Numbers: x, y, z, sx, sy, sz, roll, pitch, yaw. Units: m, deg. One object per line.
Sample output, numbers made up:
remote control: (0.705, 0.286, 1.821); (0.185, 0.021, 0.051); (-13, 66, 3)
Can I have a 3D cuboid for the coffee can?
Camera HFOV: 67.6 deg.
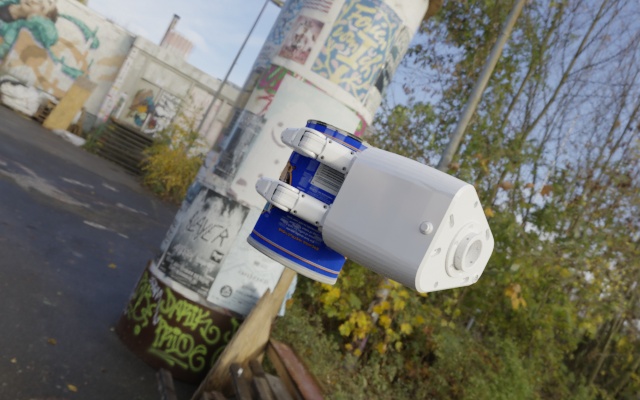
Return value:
coffee can: (0.000, 0.002, 0.498); (0.103, 0.140, 0.103); (27, -1, 1)
